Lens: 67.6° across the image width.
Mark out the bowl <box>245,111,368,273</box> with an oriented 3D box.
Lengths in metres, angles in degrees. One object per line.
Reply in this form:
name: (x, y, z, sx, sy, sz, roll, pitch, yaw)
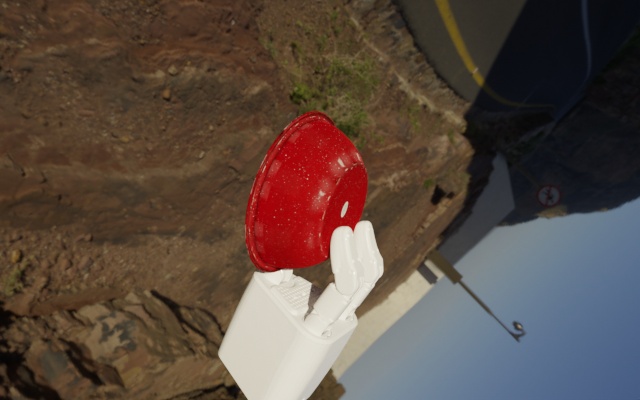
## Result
bowl: (0.001, 0.000, 0.448, 0.055, 0.162, 0.162, 20, 8, 24)
